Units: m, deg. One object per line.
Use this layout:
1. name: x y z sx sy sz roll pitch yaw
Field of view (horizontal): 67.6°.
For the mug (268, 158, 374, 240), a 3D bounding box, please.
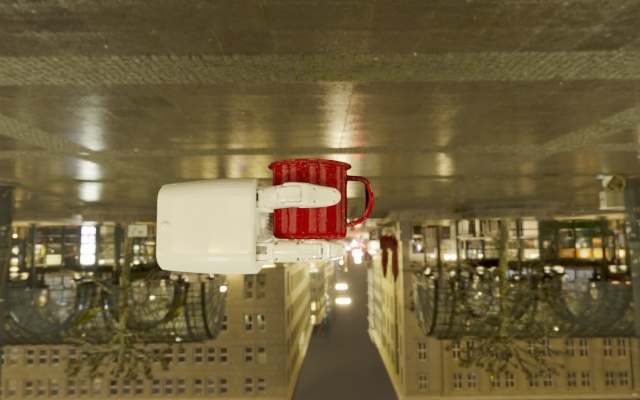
1. mug: 0.002 0.002 0.523 0.117 0.081 0.093 -1 -6 10
